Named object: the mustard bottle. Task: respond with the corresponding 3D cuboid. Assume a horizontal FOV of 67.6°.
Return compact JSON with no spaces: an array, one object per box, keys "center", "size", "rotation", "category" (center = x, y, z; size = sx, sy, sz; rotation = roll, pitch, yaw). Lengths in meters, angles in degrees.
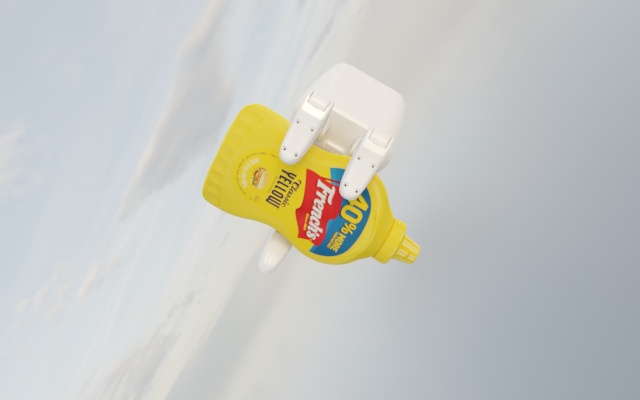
[{"center":[0.000,0.001,0.417],"size":[0.191,0.096,0.058],"rotation":[29,15,-1],"category":"mustard bottle"}]
